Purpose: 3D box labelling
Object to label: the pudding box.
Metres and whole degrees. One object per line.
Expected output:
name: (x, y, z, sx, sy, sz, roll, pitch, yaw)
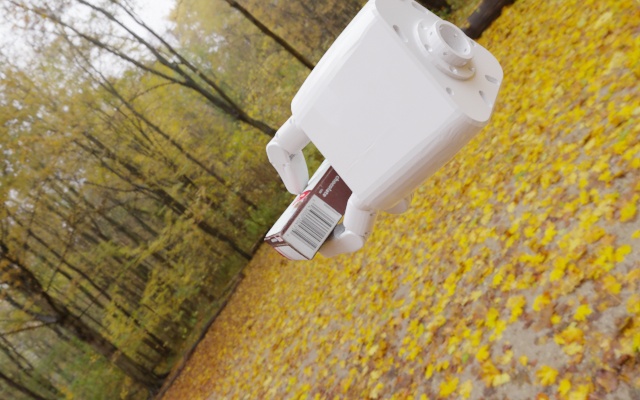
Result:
pudding box: (0.000, 0.001, 0.443, 0.039, 0.113, 0.090, 40, -15, -6)
